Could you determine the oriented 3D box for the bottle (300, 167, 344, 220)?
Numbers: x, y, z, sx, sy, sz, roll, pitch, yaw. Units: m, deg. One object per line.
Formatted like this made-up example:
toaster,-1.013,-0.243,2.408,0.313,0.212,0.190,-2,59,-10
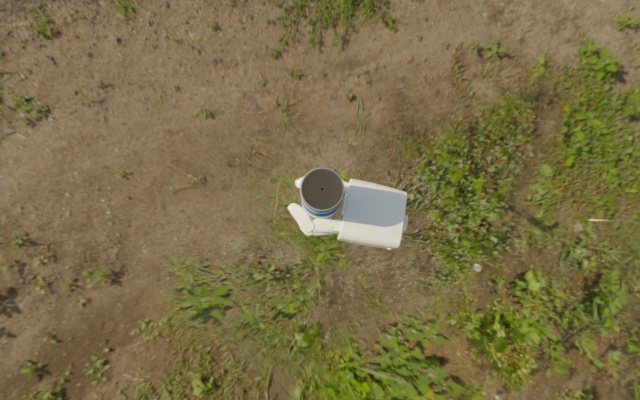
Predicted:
bottle,0.000,0.003,0.855,0.069,0.069,0.296,0,-8,-1
